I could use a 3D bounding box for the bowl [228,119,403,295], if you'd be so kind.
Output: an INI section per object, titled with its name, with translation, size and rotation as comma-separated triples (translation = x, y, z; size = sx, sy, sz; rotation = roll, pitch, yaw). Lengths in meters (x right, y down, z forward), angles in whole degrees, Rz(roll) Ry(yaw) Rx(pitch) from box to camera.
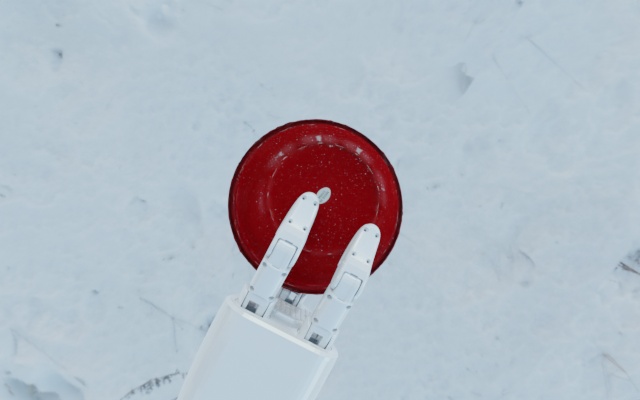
[bowl]
translation = 0.000, 0.000, 0.412
size = 0.162, 0.162, 0.055
rotation = 0, -7, -7
